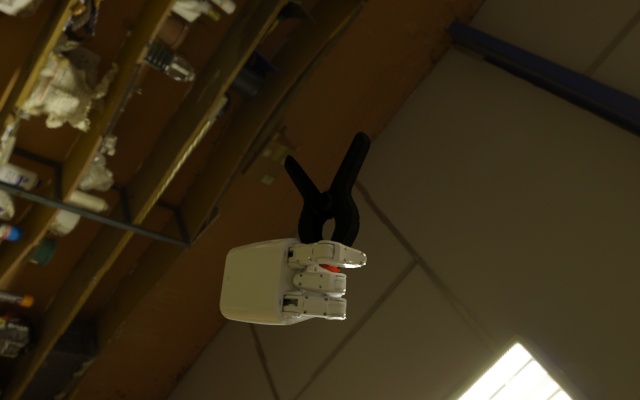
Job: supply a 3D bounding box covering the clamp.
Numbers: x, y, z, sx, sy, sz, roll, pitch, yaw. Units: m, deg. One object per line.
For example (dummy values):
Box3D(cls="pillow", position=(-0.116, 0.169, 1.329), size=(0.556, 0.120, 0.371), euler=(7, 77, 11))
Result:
Box3D(cls="clamp", position=(0.001, 0.002, 0.584), size=(0.120, 0.171, 0.039), euler=(-9, -26, 37))
